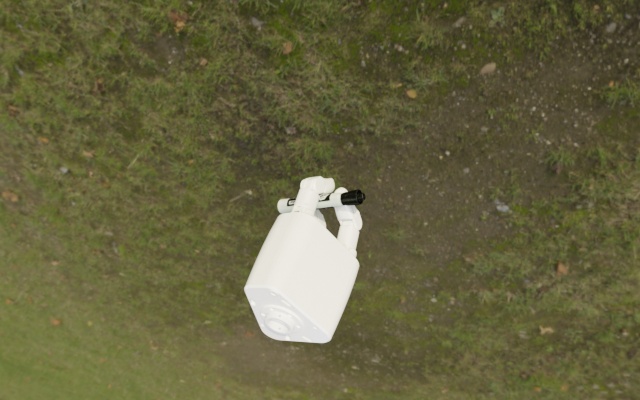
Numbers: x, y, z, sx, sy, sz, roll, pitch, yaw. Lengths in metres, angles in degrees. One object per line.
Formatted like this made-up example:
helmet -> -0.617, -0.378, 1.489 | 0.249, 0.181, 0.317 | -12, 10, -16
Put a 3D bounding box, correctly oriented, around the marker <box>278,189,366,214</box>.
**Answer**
marker -> 0.000, 0.002, 0.592 | 0.121, 0.020, 0.020 | -7, -4, 31
